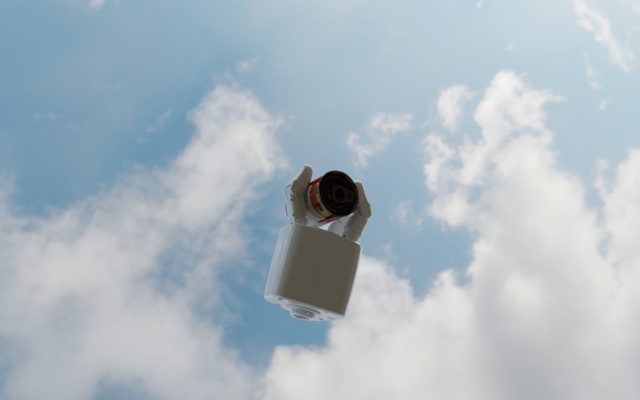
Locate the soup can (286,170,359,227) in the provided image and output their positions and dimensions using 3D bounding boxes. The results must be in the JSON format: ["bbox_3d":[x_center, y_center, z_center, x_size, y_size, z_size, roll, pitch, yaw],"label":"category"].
[{"bbox_3d":[0.000,0.002,0.711,0.068,0.068,0.102,0,-14,-33],"label":"soup can"}]
